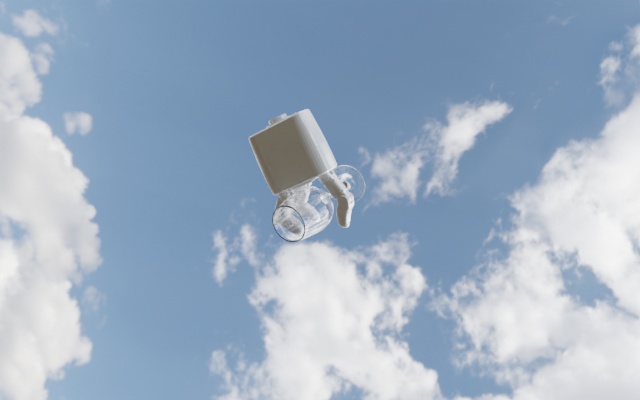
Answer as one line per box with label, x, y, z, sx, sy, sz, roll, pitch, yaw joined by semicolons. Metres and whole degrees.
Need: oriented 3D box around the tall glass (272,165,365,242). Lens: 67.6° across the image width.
tall glass;0.001;0.003;0.813;0.079;0.079;0.201;0;20;32
